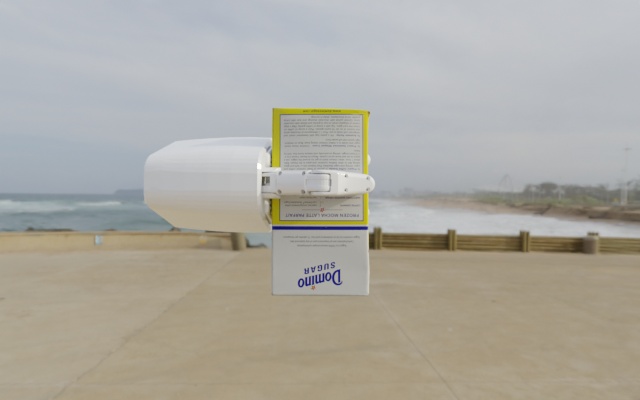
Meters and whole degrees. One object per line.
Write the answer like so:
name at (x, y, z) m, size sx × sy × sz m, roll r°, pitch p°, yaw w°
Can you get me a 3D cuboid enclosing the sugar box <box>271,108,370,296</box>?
sugar box at (0.000, 0.001, 0.461) m, size 0.093 × 0.176 × 0.048 m, roll 1°, pitch 1°, yaw 1°
